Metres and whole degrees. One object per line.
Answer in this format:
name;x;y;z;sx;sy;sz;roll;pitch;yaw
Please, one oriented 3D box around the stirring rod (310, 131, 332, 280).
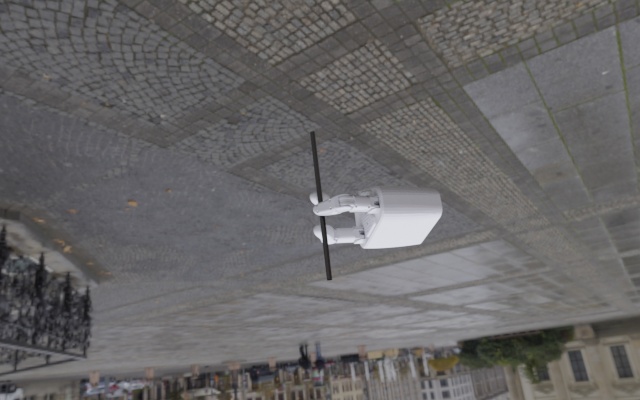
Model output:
stirring rod;0.000;0.002;0.730;0.011;0.239;0.011;-6;-20;-2
